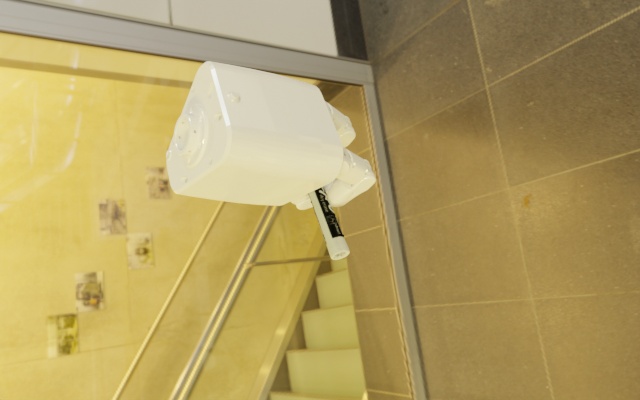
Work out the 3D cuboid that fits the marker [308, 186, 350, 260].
[{"bbox_3d":[0.000,0.002,0.474,0.020,0.121,0.020,-16,-28,-9],"label":"marker"}]
